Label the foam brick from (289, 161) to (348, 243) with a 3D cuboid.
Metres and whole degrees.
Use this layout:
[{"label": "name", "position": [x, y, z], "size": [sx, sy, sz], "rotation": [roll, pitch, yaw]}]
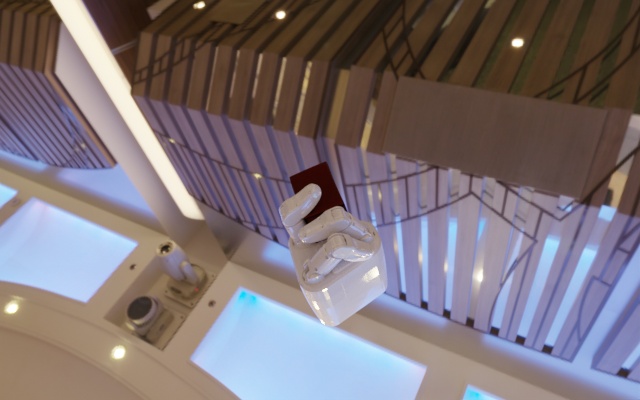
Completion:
[{"label": "foam brick", "position": [0.000, 0.002, 0.593], "size": [0.053, 0.078, 0.051], "rotation": [-21, -42, 1]}]
